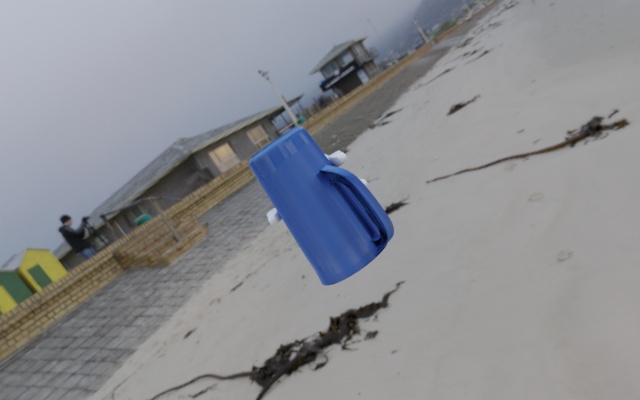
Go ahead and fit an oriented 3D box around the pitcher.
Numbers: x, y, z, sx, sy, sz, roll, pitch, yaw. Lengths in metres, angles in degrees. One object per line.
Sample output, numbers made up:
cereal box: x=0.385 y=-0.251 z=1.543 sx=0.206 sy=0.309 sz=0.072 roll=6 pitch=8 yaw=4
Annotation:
pitcher: x=0.000 y=0.003 z=0.771 sx=0.149 sy=0.243 sz=0.145 roll=-34 pitch=7 yaw=2
